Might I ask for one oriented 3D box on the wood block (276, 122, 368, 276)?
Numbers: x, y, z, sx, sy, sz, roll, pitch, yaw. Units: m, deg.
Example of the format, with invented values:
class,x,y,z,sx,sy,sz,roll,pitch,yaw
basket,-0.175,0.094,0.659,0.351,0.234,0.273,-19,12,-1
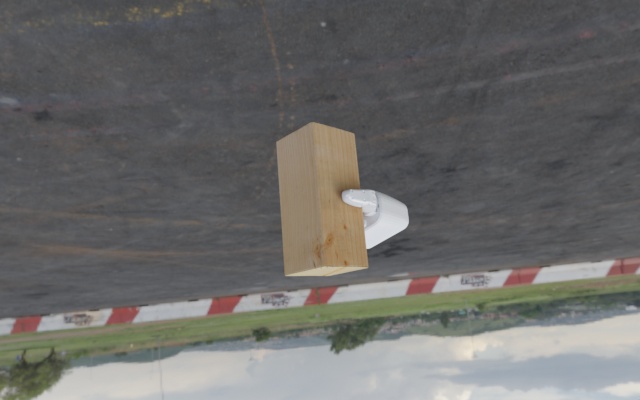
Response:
class,x,y,z,sx,sy,sz,roll,pitch,yaw
wood block,0.001,0.002,0.706,0.090,0.206,0.091,8,-20,-41
